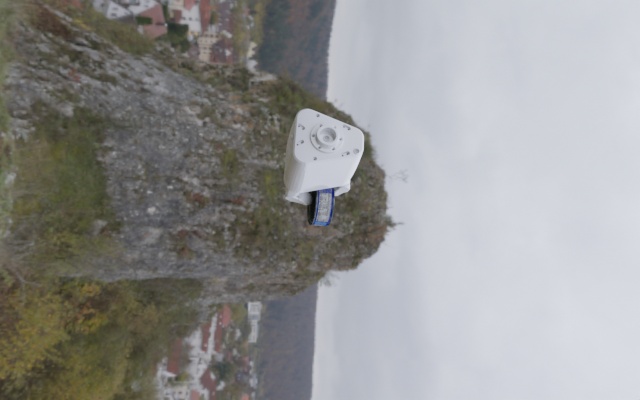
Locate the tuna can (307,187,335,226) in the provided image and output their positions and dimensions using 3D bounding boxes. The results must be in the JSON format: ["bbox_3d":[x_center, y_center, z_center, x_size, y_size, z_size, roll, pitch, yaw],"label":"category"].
[{"bbox_3d":[0.001,0.003,0.858,0.034,0.086,0.086,5,-1,-11],"label":"tuna can"}]
